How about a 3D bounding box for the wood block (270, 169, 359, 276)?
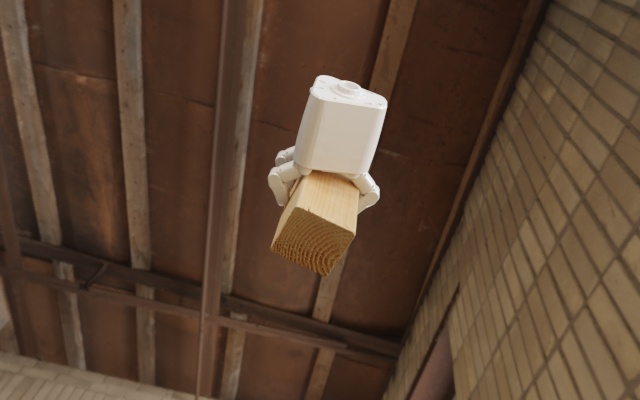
[{"bbox_3d":[0.001,0.002,0.722,0.091,0.090,0.206,26,32,-8],"label":"wood block"}]
